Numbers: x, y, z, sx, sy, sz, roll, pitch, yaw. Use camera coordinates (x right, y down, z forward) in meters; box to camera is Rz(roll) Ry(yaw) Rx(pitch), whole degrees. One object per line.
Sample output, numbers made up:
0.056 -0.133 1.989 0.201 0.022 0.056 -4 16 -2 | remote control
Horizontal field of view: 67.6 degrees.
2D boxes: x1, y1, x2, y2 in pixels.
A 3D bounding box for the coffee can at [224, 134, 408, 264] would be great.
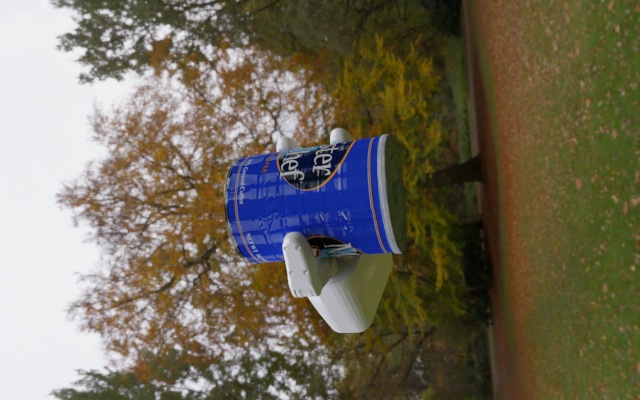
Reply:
0.000 0.001 0.430 0.140 0.103 0.103 -6 -2 17 | coffee can
